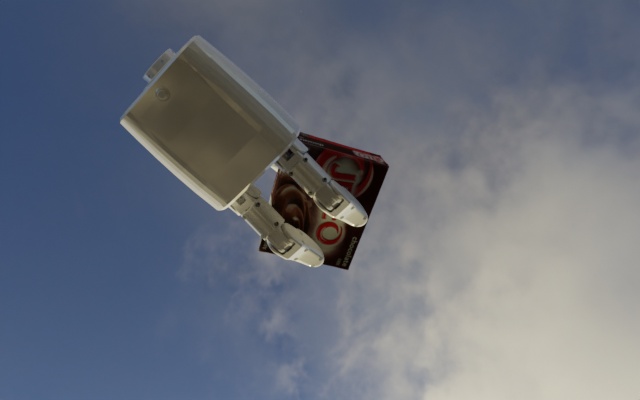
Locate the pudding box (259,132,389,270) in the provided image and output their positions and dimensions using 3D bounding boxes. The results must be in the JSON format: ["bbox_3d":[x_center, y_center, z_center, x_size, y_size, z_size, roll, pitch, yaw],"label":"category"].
[{"bbox_3d":[0.000,0.001,0.440,0.090,0.113,0.039,14,23,-13],"label":"pudding box"}]
